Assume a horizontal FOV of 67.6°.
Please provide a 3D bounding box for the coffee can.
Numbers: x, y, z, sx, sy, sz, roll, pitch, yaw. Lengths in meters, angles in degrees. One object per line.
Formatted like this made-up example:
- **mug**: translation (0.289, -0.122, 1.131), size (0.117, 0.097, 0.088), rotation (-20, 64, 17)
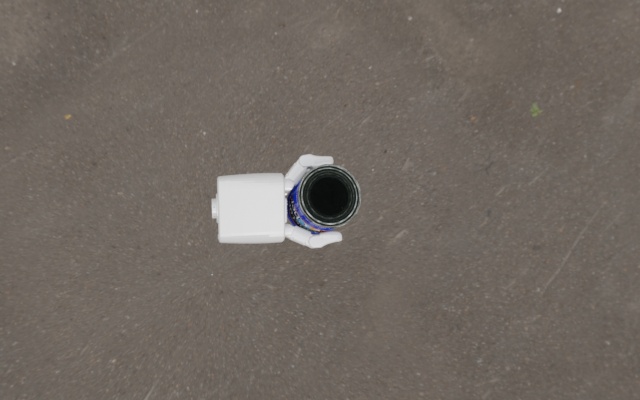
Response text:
- **coffee can**: translation (0.000, 0.003, 0.814), size (0.103, 0.103, 0.140), rotation (0, -9, -12)
